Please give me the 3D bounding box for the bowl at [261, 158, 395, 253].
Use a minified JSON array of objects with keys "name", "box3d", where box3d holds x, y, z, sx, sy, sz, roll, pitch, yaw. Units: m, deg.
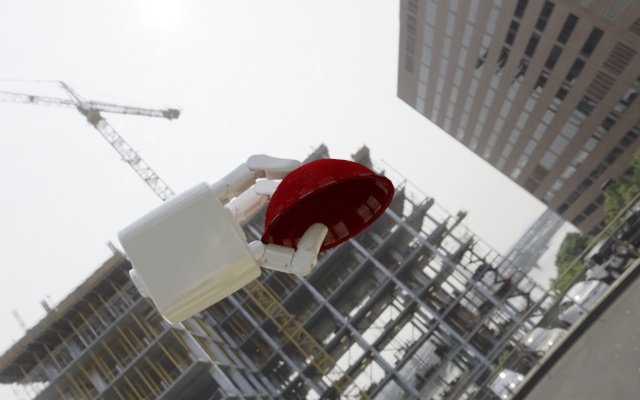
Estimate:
[{"name":"bowl","box3d":[0.001,0.001,0.541,0.162,0.055,0.162,-21,-27,-11]}]
